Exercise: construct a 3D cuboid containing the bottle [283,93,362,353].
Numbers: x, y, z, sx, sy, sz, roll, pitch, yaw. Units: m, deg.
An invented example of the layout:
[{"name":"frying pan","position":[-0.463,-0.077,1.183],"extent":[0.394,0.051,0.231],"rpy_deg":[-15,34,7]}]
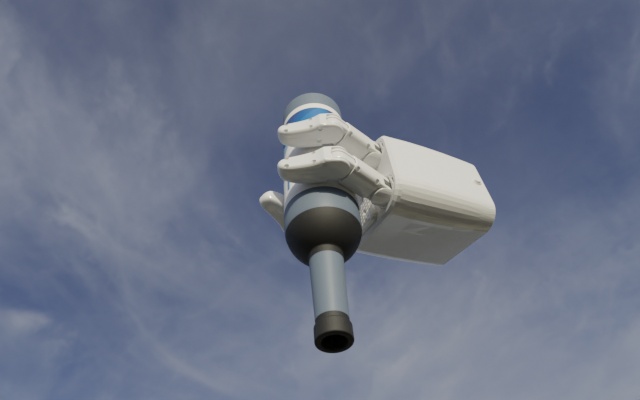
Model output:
[{"name":"bottle","position":[0.000,0.001,0.435],"extent":[0.069,0.069,0.295],"rpy_deg":[0,40,-5]}]
